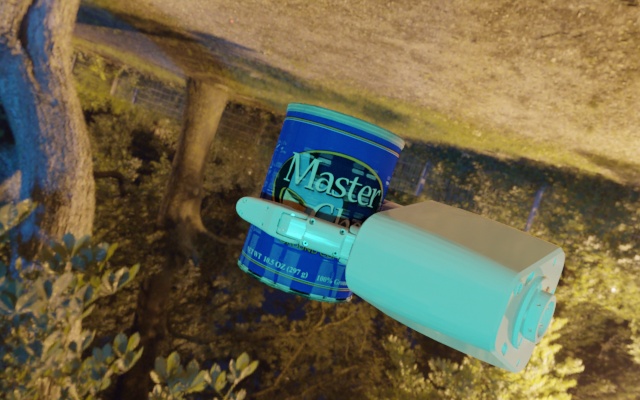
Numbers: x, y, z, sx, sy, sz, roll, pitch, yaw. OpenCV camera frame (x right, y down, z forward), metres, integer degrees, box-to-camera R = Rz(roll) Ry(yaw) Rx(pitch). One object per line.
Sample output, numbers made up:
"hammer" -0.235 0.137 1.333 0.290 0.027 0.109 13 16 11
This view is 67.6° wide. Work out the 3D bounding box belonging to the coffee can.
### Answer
"coffee can" 0.000 0.001 0.404 0.103 0.140 0.103 18 3 -1
